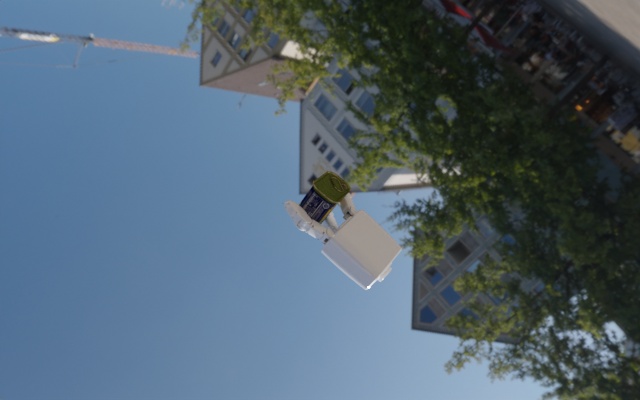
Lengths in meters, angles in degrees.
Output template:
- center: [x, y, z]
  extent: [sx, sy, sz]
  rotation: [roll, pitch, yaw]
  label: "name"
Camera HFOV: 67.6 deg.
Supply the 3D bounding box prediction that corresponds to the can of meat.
- center: [0.000, 0.003, 0.874]
  extent: [0.057, 0.084, 0.102]
  rotation: [40, 27, 5]
  label: "can of meat"
